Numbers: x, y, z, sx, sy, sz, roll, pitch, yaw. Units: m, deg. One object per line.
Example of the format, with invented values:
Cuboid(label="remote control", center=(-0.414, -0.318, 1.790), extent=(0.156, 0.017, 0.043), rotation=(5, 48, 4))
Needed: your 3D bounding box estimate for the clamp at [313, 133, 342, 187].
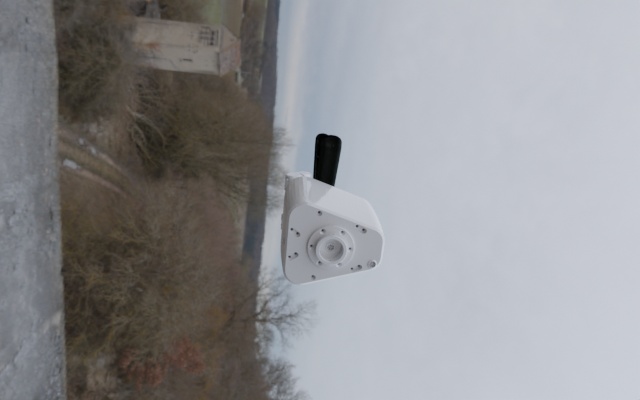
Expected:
Cuboid(label="clamp", center=(0.001, 0.003, 0.673), extent=(0.036, 0.210, 0.164), rotation=(5, 15, -3))
